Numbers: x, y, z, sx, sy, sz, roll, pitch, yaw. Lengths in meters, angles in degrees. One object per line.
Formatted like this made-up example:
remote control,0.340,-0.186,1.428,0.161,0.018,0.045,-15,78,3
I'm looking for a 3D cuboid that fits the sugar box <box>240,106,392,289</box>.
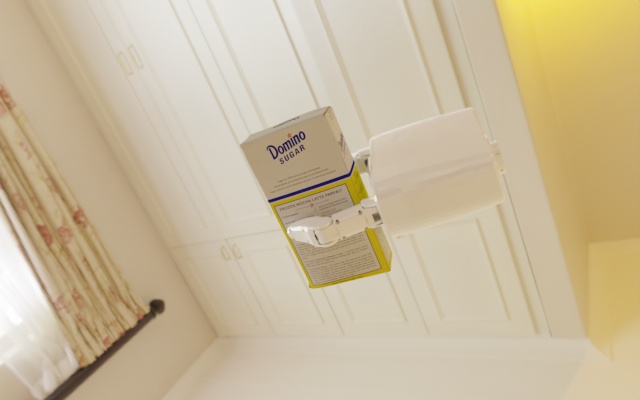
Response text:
sugar box,0.000,0.001,0.487,0.093,0.176,0.048,-17,19,18
